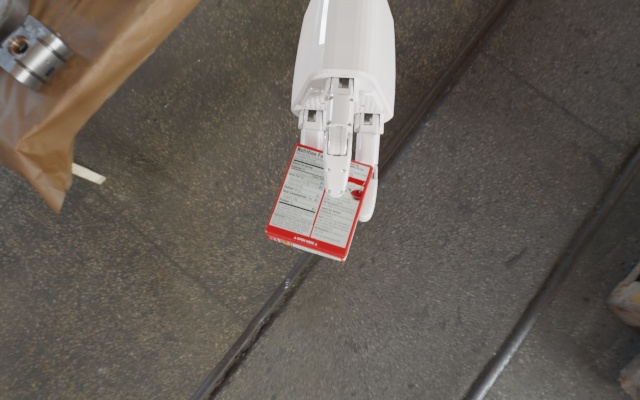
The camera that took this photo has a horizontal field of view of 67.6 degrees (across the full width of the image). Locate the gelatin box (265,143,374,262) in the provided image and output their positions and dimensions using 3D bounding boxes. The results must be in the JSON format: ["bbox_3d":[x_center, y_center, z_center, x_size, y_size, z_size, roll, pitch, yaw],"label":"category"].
[{"bbox_3d":[0.000,0.002,0.425,0.073,0.089,0.030,17,-15,5],"label":"gelatin box"}]
